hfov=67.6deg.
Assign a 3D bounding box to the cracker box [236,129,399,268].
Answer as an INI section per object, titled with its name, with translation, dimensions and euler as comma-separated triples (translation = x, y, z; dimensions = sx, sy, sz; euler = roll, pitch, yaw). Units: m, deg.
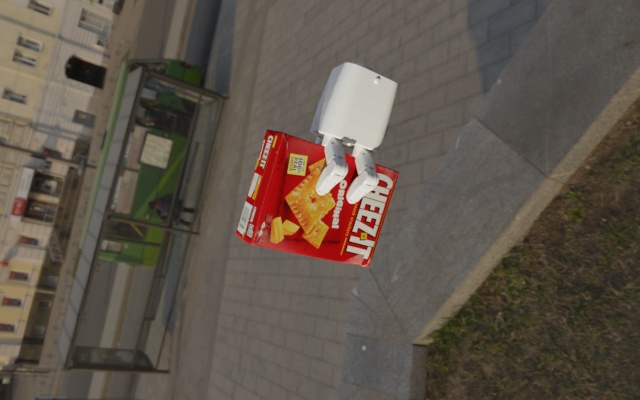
[cracker box]
translation = 0.000, 0.002, 0.723
dimensions = 0.214, 0.164, 0.072
euler = 15, 5, -30
